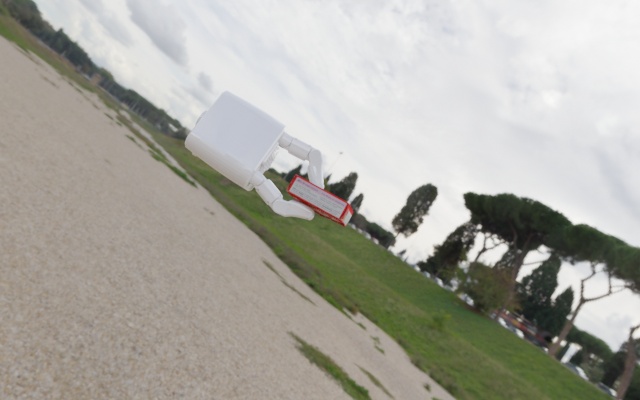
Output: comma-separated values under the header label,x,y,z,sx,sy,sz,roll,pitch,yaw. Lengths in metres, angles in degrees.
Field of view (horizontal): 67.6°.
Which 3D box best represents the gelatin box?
label,x,y,z,sx,sy,sz,roll,pitch,yaw
gelatin box,0.001,0.002,0.686,0.089,0.030,0.073,28,-6,12
